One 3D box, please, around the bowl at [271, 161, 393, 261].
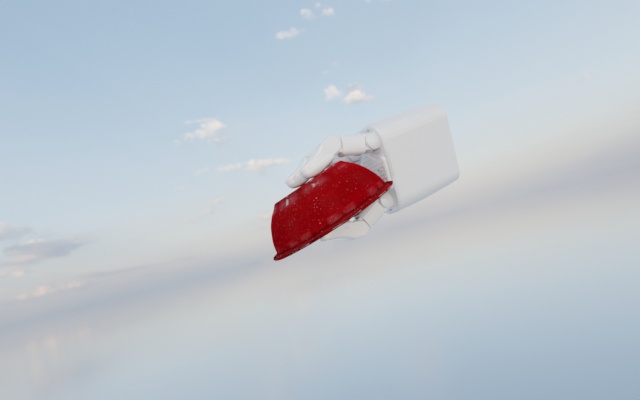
[{"bbox_3d":[-0.001,0.002,0.543,0.162,0.055,0.162,-34,3,2],"label":"bowl"}]
